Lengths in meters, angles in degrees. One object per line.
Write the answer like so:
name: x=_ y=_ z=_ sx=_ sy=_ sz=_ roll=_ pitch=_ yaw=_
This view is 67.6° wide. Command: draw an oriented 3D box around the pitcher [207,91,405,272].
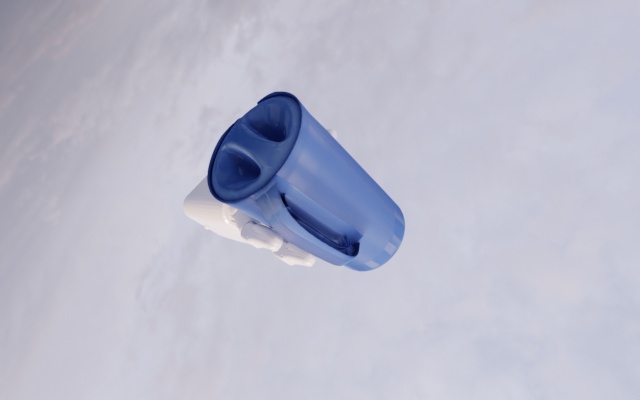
pitcher: x=0.000 y=0.002 z=0.558 sx=0.145 sy=0.149 sz=0.243 roll=5 pitch=-23 yaw=45
